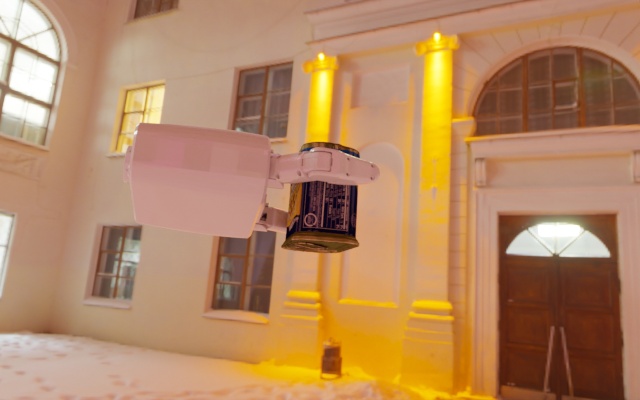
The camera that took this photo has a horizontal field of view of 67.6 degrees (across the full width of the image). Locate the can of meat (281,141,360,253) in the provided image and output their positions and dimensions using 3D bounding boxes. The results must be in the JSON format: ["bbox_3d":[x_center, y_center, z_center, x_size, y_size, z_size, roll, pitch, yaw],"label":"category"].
[{"bbox_3d":[0.000,0.001,0.433,0.057,0.084,0.102,6,-12,-11],"label":"can of meat"}]
